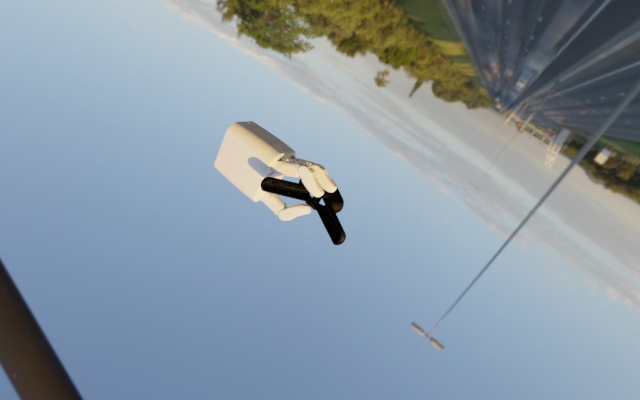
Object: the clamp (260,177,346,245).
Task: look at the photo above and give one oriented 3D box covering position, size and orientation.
[{"bbox_3d":[0.000,0.003,0.847,0.164,0.036,0.210,40,20,9],"label":"clamp"}]
